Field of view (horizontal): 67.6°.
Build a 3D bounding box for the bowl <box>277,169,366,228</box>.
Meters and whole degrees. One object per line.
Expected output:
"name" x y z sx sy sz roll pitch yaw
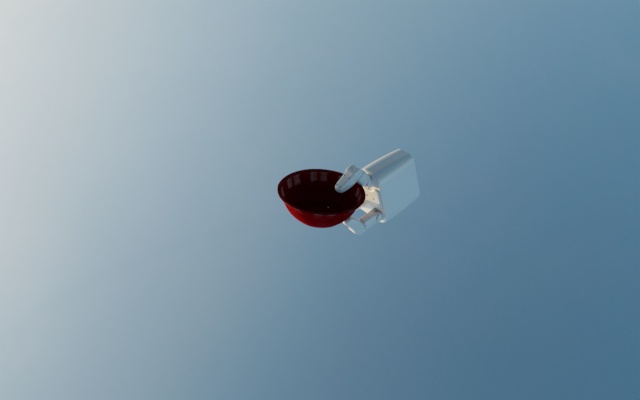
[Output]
"bowl" -0.001 0.003 0.882 0.162 0.055 0.162 4 32 -3
